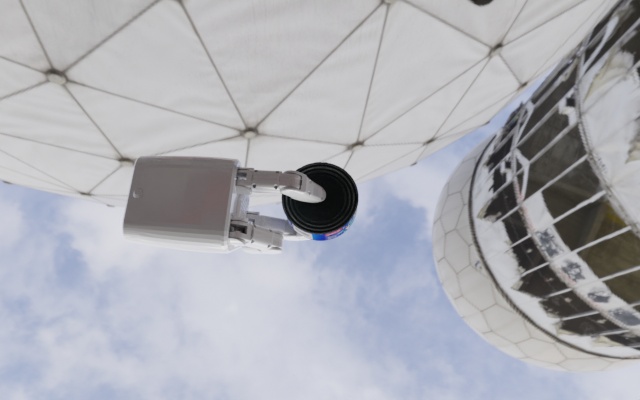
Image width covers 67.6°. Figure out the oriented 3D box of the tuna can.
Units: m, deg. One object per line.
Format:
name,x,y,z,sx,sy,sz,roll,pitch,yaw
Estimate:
tuna can,0.000,0.002,0.544,0.086,0.086,0.034,0,-20,3
